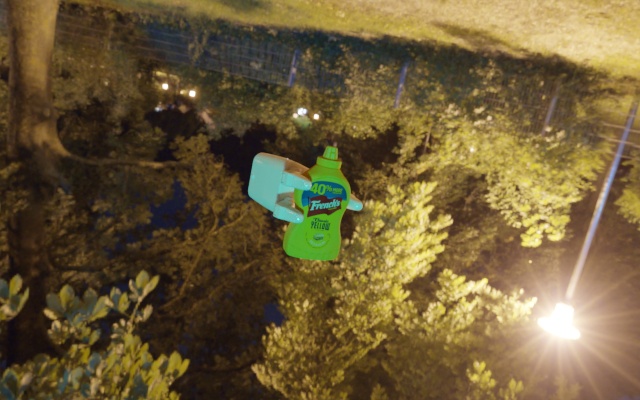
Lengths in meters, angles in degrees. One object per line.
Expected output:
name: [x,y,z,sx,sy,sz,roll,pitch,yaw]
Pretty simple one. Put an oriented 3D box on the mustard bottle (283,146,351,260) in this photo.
mustard bottle: [0.000,0.003,0.807,0.096,0.192,0.058,8,12,-18]
